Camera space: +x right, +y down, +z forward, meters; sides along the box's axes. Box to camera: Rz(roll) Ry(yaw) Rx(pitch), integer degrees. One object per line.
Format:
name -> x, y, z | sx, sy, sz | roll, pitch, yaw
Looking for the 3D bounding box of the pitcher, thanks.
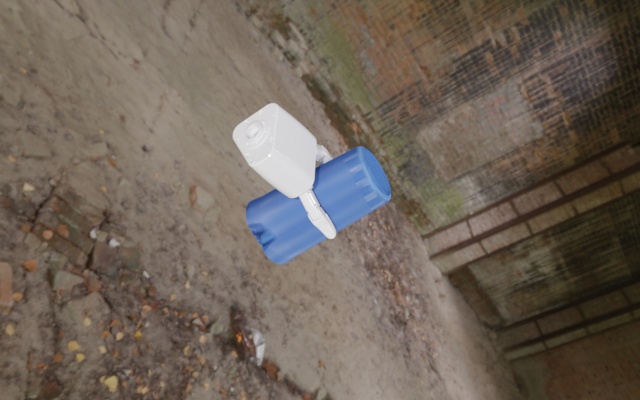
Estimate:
pitcher -> 0.000, 0.003, 0.859 | 0.243, 0.149, 0.145 | -29, -41, 20
